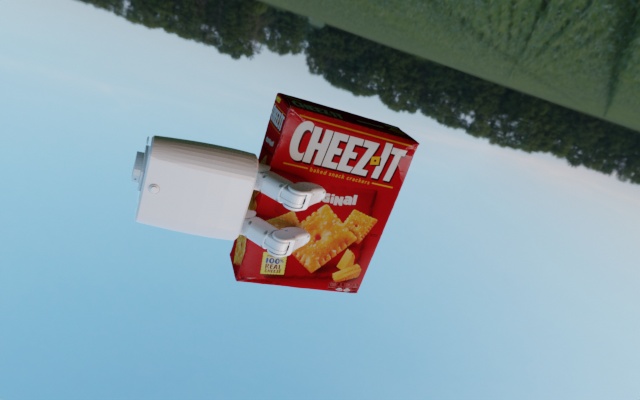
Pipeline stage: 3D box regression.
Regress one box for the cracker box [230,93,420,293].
[{"bbox_3d":[0.000,0.002,0.569,0.164,0.214,0.072,11,21,-23],"label":"cracker box"}]
